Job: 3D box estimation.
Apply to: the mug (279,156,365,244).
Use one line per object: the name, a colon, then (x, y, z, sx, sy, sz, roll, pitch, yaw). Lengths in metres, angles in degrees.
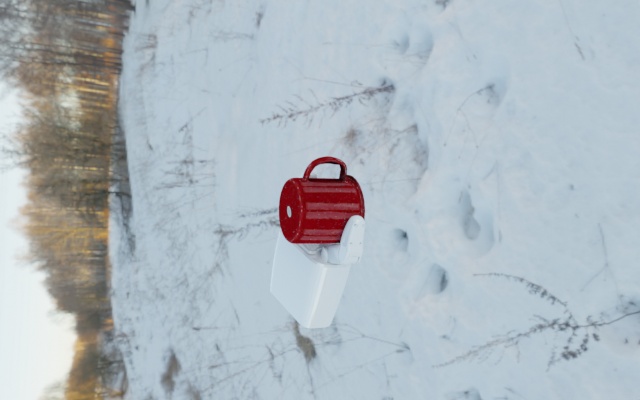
mug: (0.000, 0.001, 0.593, 0.081, 0.117, 0.093, 1, 24, -25)
